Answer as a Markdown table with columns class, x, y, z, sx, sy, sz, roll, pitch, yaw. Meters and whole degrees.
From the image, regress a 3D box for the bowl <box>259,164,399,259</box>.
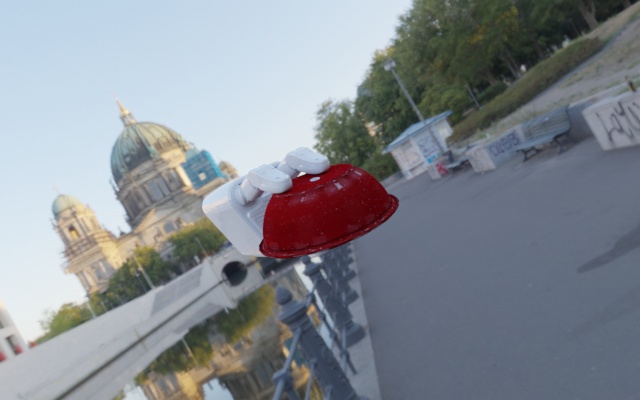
| class | x | y | z | sx | sy | sz | roll | pitch | yaw |
| --- | --- | --- | --- | --- | --- | --- | --- | --- | --- |
| bowl | 0.001 | 0.001 | 0.519 | 0.162 | 0.055 | 0.162 | -18 | 14 | 5 |
